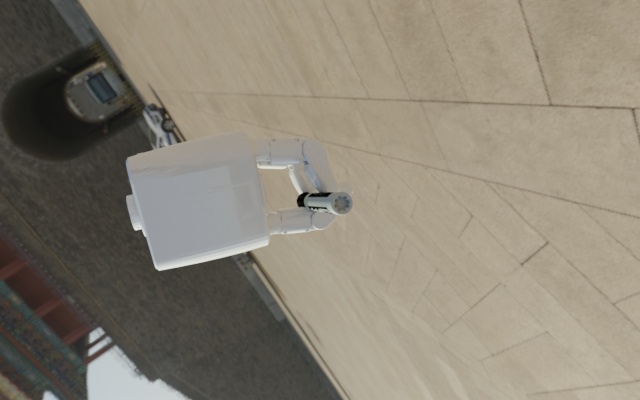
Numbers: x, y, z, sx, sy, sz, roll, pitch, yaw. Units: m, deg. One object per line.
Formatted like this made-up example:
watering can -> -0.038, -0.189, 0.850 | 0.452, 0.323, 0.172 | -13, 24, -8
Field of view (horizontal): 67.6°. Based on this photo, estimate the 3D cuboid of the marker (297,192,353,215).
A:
marker -> 0.000, 0.001, 0.441 | 0.020, 0.020, 0.121 | 0, 1, -17
